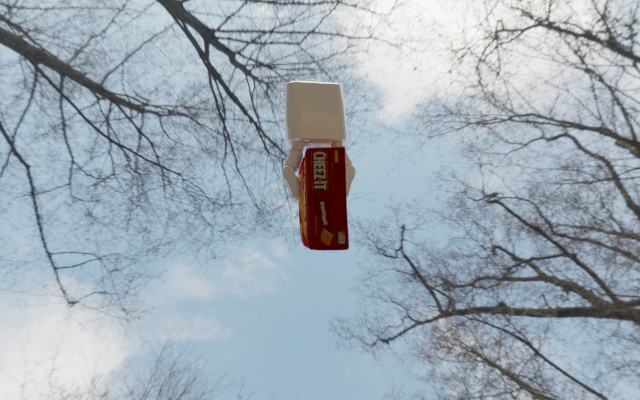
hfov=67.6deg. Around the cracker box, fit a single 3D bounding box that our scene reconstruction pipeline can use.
[{"bbox_3d":[0.000,0.003,0.847,0.072,0.164,0.214,-2,-3,-5],"label":"cracker box"}]
